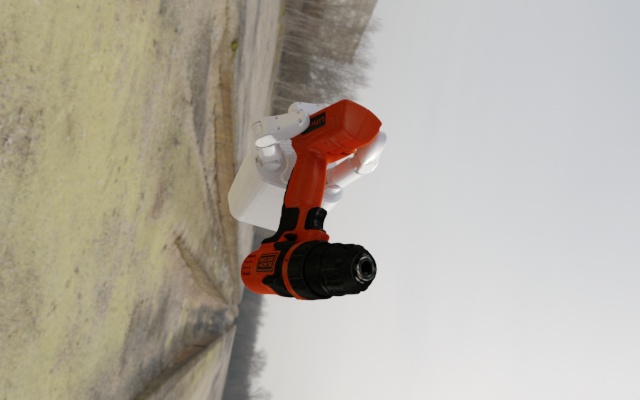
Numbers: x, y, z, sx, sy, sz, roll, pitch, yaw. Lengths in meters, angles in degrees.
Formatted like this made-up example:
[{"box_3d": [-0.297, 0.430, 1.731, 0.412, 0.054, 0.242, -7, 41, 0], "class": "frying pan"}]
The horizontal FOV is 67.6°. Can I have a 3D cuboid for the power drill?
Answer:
[{"box_3d": [0.000, 0.001, 0.449, 0.057, 0.187, 0.184, 29, -23, -29], "class": "power drill"}]
